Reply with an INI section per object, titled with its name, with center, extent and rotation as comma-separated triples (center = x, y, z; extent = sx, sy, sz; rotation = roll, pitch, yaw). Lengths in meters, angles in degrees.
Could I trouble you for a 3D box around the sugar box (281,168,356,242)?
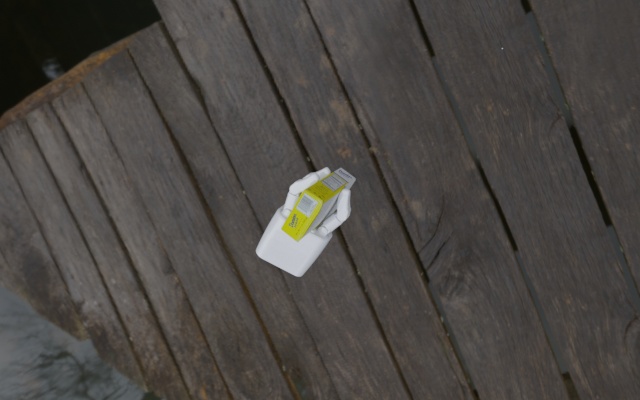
[sugar box]
center = 0.000, 0.003, 0.882
extent = 0.048, 0.093, 0.176
rotation = 36, 26, 7
